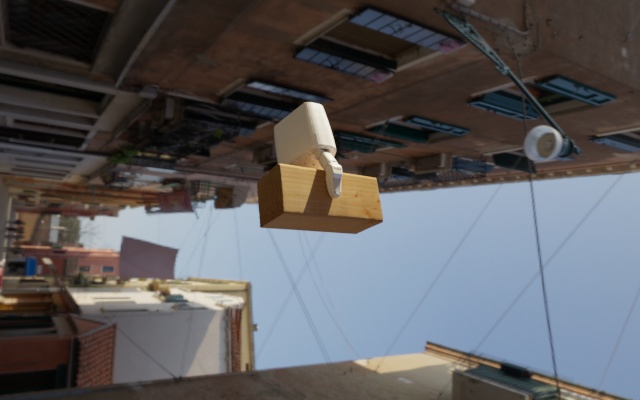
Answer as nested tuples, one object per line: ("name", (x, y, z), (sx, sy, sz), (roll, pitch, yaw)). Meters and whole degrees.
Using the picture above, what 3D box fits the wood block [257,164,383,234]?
("wood block", (0.000, 0.002, 0.860), (0.206, 0.090, 0.091), (6, -22, -32))
